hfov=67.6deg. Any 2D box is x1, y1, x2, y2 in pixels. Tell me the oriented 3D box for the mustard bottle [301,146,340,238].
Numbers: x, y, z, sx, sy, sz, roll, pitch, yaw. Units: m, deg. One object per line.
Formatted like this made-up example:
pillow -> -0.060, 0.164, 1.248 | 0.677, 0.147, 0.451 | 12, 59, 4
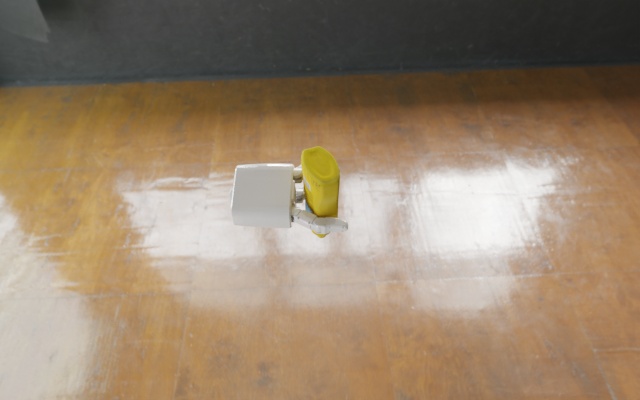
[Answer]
mustard bottle -> 0.000, 0.003, 0.863 | 0.058, 0.192, 0.096 | -17, 49, -15
